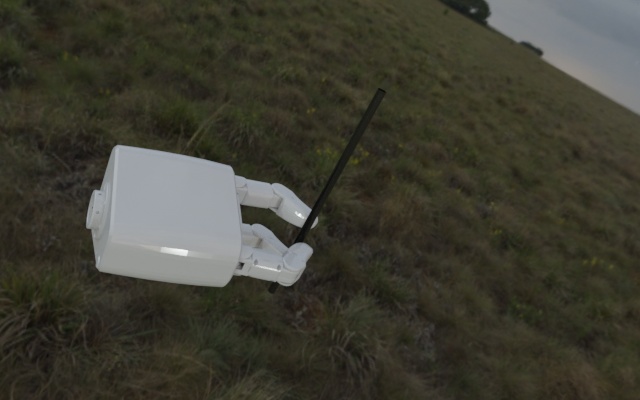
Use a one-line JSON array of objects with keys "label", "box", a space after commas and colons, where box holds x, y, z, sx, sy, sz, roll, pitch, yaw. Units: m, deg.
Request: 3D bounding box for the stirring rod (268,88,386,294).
[{"label": "stirring rod", "box": [0.000, 0.002, 0.458, 0.011, 0.240, 0.011, 23, 26, -12]}]
